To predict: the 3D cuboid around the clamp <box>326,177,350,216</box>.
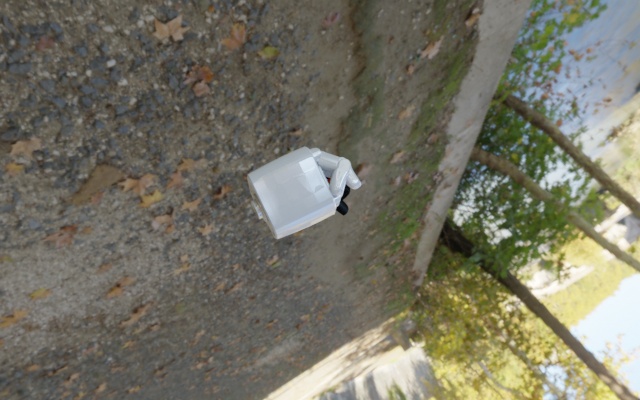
[{"bbox_3d":[0.000,0.003,0.868,0.120,0.039,0.171,-23,-23,-11],"label":"clamp"}]
